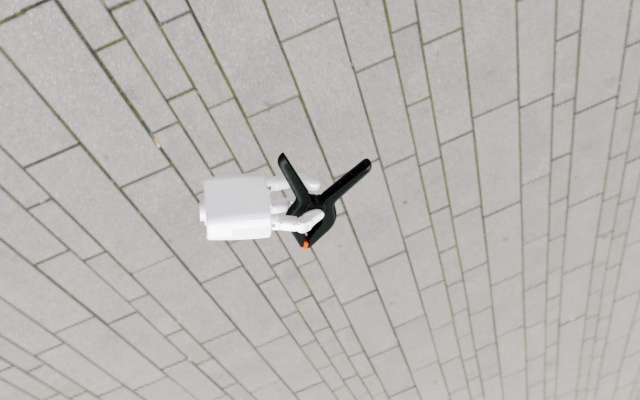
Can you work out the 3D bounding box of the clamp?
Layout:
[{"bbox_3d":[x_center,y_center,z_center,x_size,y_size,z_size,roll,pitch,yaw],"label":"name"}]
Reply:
[{"bbox_3d":[0.000,0.004,0.855,0.164,0.210,0.036,-3,39,-13],"label":"clamp"}]
